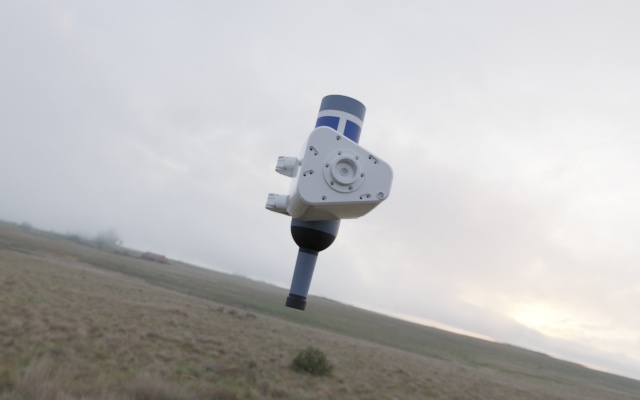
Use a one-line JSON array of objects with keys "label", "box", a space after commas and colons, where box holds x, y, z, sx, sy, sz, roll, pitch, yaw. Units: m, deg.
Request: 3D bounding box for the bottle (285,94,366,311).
[{"label": "bottle", "box": [0.000, 0.002, 0.659, 0.069, 0.295, 0.069, 13, -12, 3]}]
